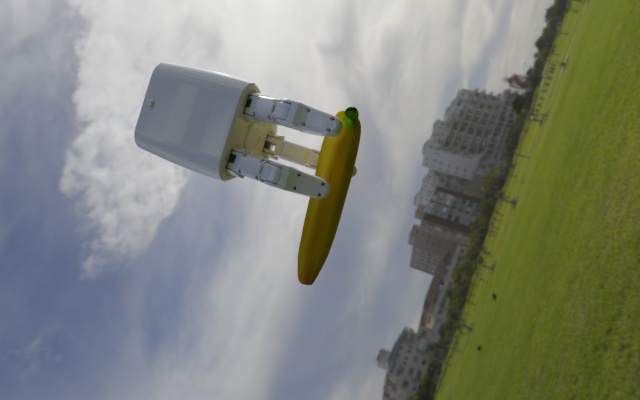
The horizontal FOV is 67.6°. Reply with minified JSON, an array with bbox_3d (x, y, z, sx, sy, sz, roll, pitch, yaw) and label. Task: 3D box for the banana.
[{"bbox_3d":[0.007,-0.009,0.479,0.037,0.198,0.069,18,28,11],"label":"banana"}]
